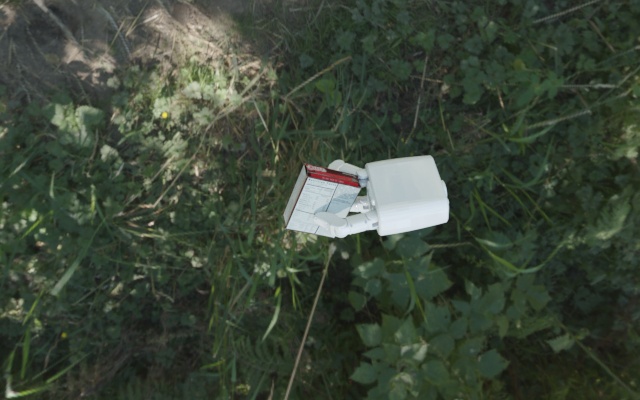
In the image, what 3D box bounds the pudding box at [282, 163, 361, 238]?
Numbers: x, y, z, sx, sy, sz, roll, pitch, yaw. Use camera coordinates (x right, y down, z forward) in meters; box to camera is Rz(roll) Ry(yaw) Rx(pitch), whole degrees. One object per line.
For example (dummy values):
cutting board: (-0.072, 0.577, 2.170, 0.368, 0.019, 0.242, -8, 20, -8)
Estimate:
pudding box: (0.000, 0.003, 0.744, 0.090, 0.113, 0.039, 12, 35, -18)
